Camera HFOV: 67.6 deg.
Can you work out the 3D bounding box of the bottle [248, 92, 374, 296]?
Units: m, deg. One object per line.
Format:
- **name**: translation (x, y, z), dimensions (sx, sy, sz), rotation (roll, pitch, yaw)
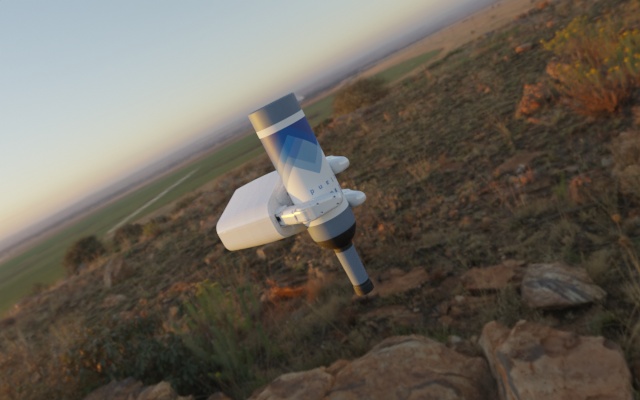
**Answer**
- **bottle**: translation (0.000, 0.002, 0.652), dimensions (0.069, 0.296, 0.069), rotation (-25, 14, 7)
